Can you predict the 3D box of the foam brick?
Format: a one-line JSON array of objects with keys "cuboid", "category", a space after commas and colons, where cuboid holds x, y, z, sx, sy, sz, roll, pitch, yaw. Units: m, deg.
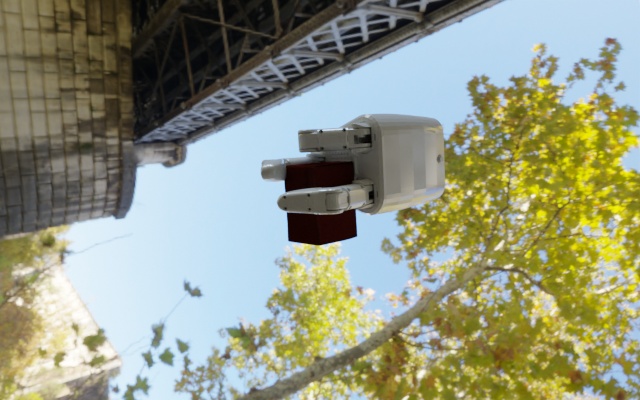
[{"cuboid": [0.000, 0.002, 0.475, 0.051, 0.078, 0.053, -9, 9, -39], "category": "foam brick"}]
